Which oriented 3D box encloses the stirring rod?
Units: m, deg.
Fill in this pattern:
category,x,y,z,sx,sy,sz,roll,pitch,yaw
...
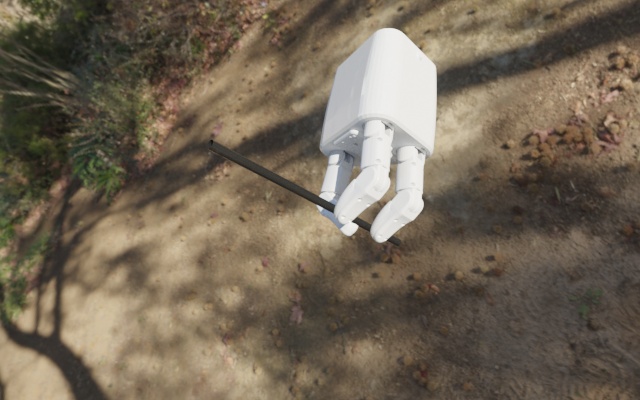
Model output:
category,x,y,z,sx,sy,sz,roll,pitch,yaw
stirring rod,0.000,0.001,0.432,0.239,0.011,0.011,28,-18,-39
